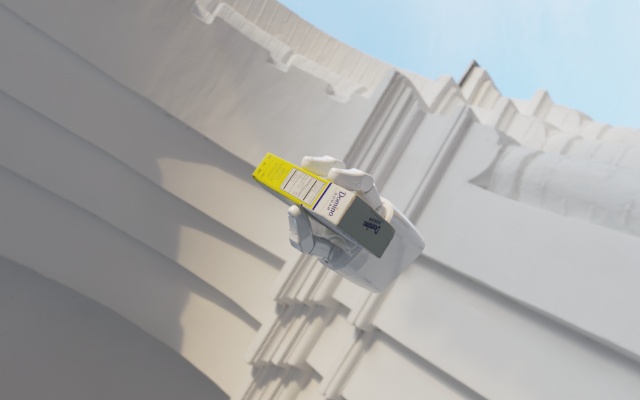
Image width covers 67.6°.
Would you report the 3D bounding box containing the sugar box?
[{"bbox_3d":[0.000,0.001,0.574,0.176,0.048,0.093,25,-10,46],"label":"sugar box"}]
